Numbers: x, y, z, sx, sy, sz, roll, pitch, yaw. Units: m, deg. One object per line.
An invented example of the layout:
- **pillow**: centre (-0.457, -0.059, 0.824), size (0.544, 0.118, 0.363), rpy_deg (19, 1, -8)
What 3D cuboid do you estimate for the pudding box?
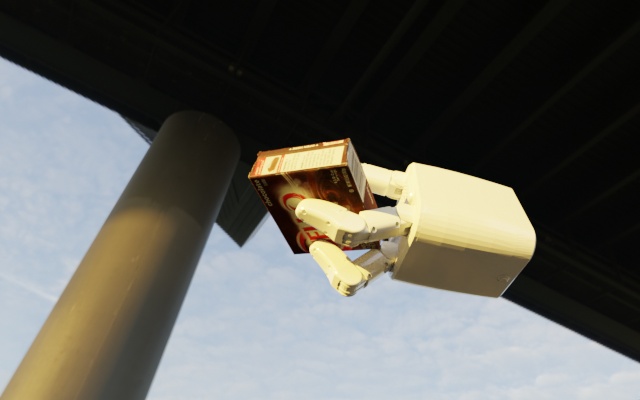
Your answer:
- **pudding box**: centre (0.000, 0.001, 0.435), size (0.090, 0.114, 0.039), rpy_deg (-7, 43, 20)
